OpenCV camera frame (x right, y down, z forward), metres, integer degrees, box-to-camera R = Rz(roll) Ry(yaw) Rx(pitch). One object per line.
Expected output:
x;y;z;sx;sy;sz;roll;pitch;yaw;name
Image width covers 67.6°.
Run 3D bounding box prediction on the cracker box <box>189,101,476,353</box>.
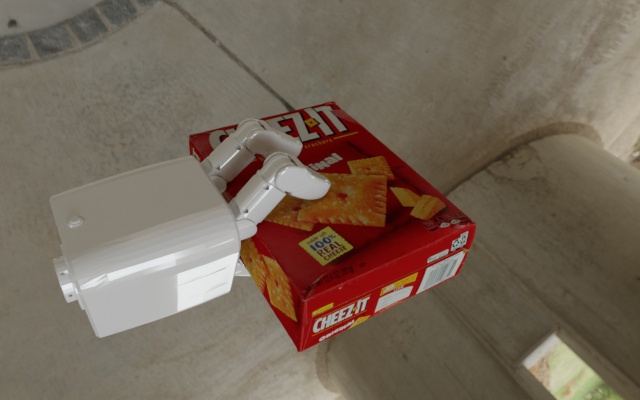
0.000;0.002;0.420;0.164;0.072;0.213;-18;47;-27;cracker box
